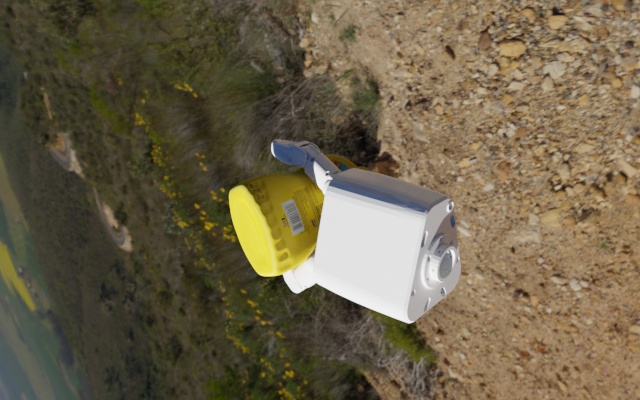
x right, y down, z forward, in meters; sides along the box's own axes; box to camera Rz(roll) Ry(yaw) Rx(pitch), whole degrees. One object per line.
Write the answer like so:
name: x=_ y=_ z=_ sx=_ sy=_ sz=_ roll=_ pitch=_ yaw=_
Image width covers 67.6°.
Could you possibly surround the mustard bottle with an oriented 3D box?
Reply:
mustard bottle: x=0.000 y=0.002 z=0.514 sx=0.191 sy=0.096 sz=0.058 roll=-24 pitch=5 yaw=-40
